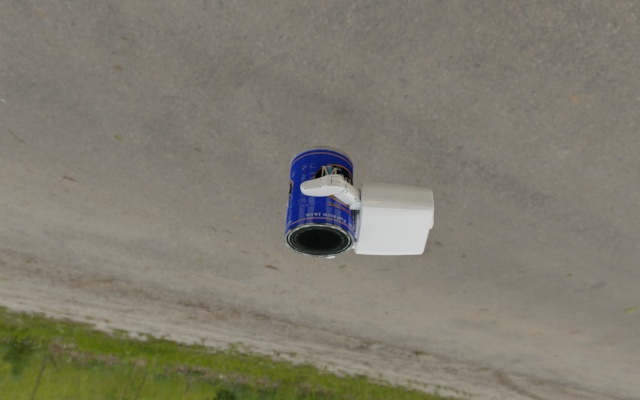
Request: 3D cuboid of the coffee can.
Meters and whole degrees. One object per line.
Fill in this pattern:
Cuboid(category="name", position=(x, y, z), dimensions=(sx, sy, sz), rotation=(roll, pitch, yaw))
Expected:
Cuboid(category="coffee can", position=(0.000, 0.002, 0.734), dimensions=(0.103, 0.140, 0.103), rotation=(2, -33, 1))
